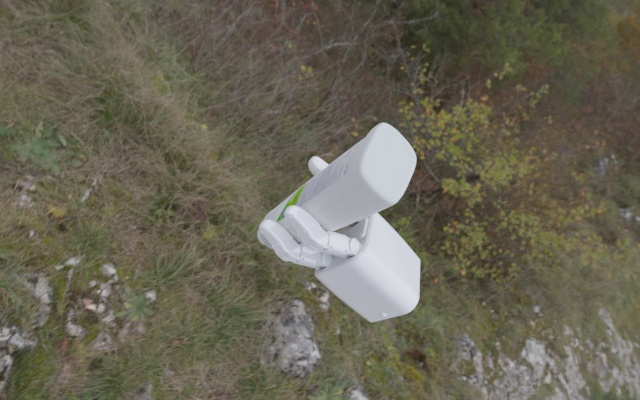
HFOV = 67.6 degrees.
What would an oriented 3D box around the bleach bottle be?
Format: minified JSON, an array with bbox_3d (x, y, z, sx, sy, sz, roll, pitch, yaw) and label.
[{"bbox_3d":[0.000,0.002,0.602,0.251,0.068,0.102,-30,23,46],"label":"bleach bottle"}]
